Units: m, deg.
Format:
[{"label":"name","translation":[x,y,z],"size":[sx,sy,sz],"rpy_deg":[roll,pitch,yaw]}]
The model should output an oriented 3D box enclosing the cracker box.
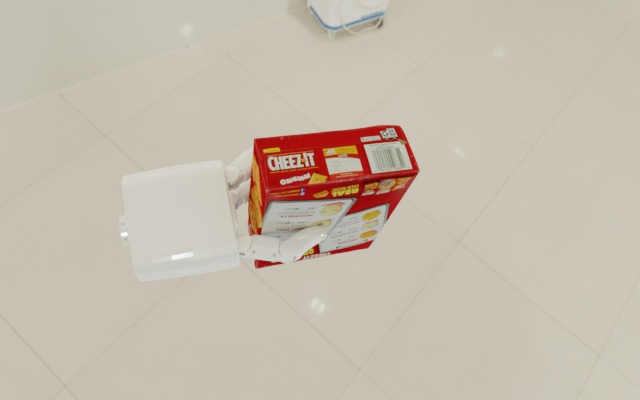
[{"label":"cracker box","translation":[0.000,0.002,0.571],"size":[0.164,0.072,0.214],"rpy_deg":[-8,-25,-15]}]
